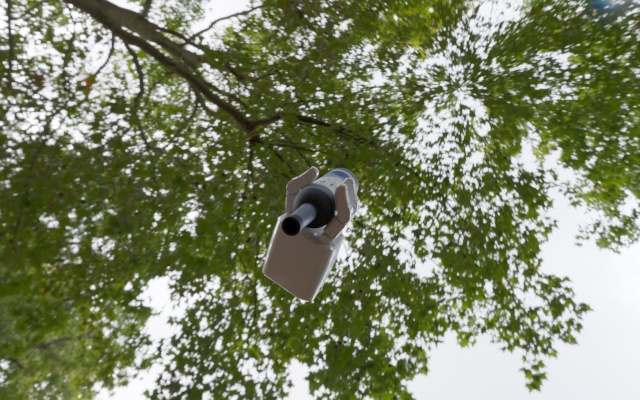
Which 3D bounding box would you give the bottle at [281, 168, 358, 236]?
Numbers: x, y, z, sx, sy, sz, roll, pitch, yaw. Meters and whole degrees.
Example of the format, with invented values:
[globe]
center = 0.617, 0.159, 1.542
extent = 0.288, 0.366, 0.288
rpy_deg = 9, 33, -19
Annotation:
[bottle]
center = 0.000, 0.002, 0.778
extent = 0.069, 0.069, 0.295
rpy_deg = 0, 13, 16
